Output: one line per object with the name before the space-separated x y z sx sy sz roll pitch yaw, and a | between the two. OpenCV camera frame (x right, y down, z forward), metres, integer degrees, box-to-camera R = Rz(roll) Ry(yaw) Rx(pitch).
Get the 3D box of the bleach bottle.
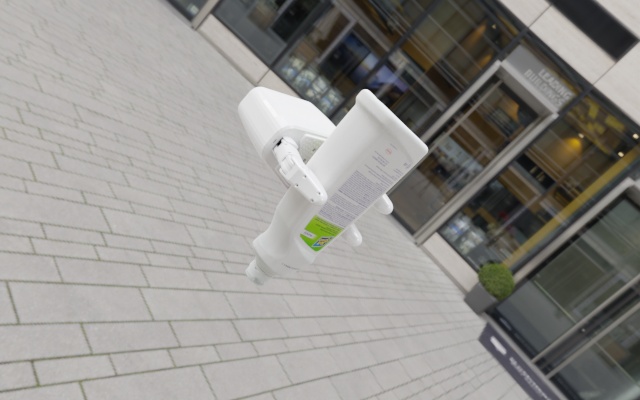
bleach bottle | 0.000 0.002 0.540 0.103 0.251 0.068 31 19 -45
